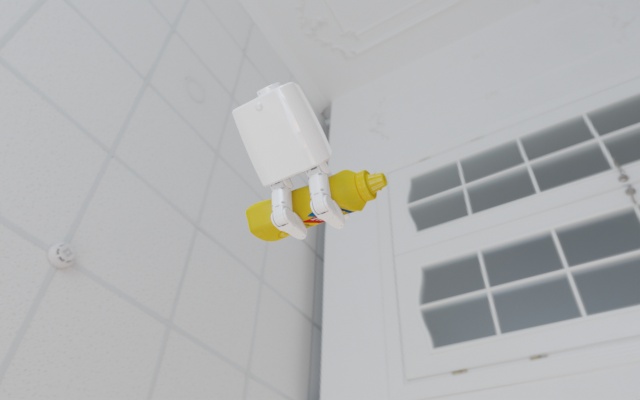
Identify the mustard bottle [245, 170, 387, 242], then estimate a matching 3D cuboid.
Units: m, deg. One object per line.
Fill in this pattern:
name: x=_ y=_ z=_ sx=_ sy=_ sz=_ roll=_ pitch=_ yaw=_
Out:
mustard bottle: x=0.000 y=0.003 z=0.650 sx=0.191 sy=0.058 sz=0.096 roll=-21 pitch=-15 yaw=23
